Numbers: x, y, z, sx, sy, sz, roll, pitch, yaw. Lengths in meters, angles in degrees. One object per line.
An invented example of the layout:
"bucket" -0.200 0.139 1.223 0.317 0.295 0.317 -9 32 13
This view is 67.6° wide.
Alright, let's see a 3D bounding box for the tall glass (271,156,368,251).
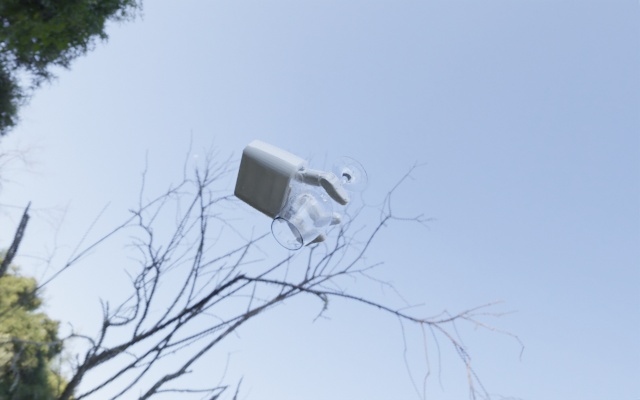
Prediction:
"tall glass" 0.001 0.002 0.808 0.079 0.079 0.201 0 31 38
